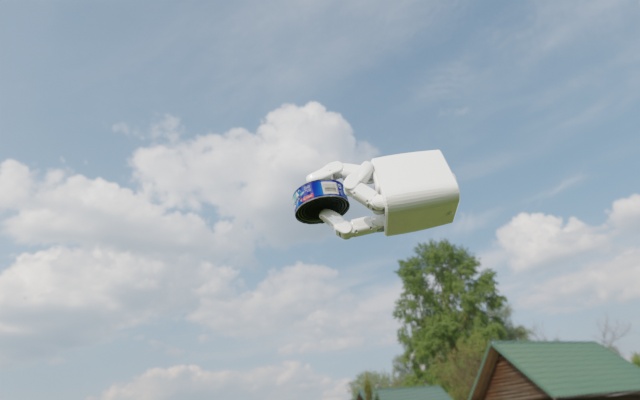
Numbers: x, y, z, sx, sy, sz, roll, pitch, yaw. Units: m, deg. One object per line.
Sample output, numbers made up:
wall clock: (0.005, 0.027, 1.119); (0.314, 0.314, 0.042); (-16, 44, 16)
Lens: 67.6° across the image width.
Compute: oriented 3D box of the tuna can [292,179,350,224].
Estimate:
tuna can: (0.000, 0.002, 0.739); (0.086, 0.033, 0.086); (-10, -29, -5)
